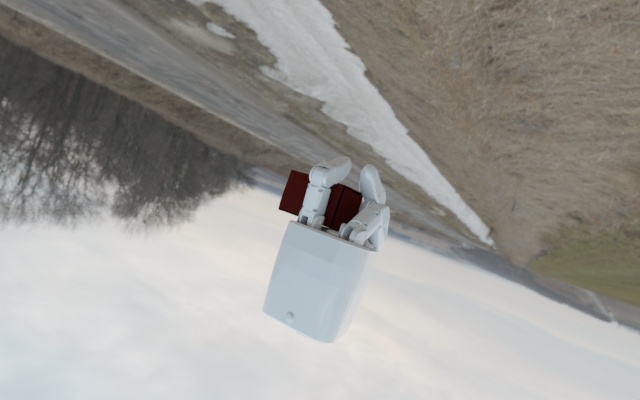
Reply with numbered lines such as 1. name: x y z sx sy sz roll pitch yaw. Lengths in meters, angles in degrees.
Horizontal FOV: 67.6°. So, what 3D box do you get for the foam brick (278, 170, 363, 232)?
1. foam brick: 0.000 0.002 0.559 0.078 0.051 0.053 18 -1 33
